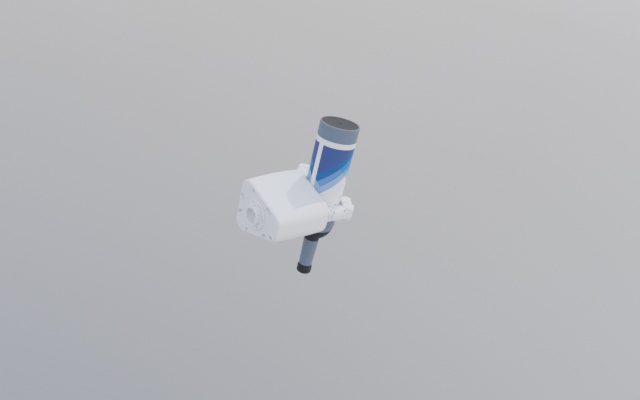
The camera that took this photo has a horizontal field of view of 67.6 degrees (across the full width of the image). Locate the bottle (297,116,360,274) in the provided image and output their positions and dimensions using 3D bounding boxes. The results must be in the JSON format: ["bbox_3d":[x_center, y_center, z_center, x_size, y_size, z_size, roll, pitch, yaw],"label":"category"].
[{"bbox_3d":[0.000,0.003,0.839,0.069,0.296,0.069,11,26,-6],"label":"bottle"}]
